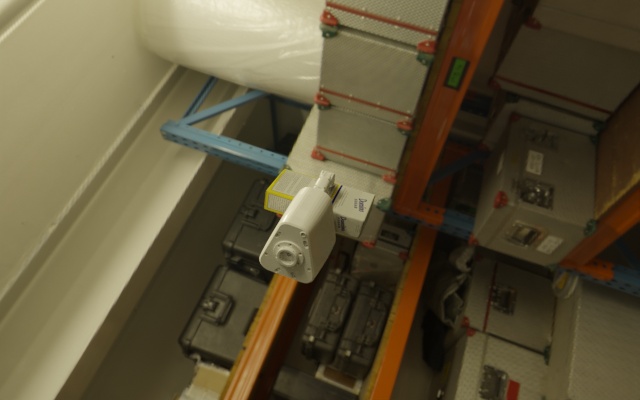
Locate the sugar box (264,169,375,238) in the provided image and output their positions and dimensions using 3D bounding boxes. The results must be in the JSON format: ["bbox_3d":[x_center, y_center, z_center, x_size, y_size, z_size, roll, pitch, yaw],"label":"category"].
[{"bbox_3d":[0.000,0.003,0.843,0.176,0.048,0.093,19,35,9],"label":"sugar box"}]
